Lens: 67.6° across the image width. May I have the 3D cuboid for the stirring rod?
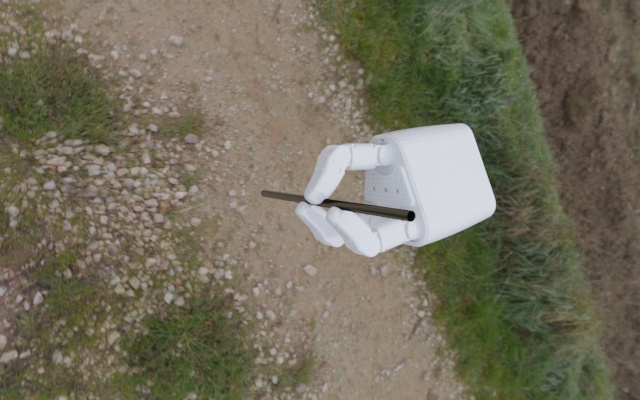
[{"bbox_3d":[0.000,0.001,0.436,0.011,0.011,0.239,0,5,-32],"label":"stirring rod"}]
